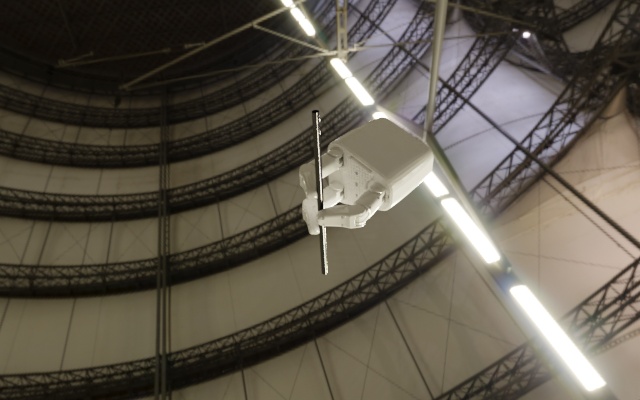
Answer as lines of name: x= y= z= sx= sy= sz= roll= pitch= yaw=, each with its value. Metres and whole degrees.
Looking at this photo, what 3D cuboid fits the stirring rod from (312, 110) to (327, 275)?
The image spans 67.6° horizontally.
stirring rod: x=0.000 y=0.002 z=0.578 sx=0.011 sy=0.240 sz=0.011 roll=-2 pitch=37 yaw=2
